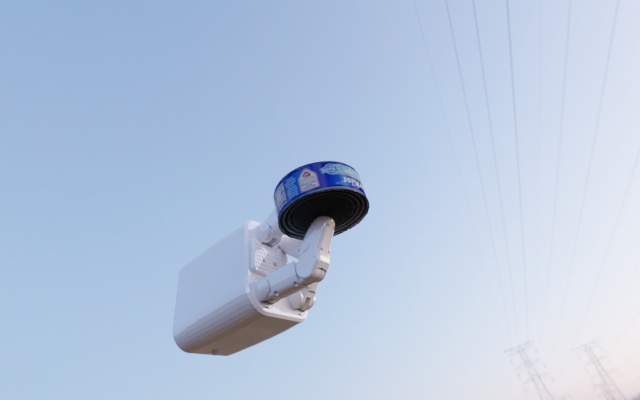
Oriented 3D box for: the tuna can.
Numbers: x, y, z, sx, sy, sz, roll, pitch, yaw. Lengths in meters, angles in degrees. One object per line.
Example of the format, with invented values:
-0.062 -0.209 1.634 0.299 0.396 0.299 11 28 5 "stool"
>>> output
0.000 0.001 0.445 0.086 0.033 0.086 -11 -32 -7 "tuna can"
